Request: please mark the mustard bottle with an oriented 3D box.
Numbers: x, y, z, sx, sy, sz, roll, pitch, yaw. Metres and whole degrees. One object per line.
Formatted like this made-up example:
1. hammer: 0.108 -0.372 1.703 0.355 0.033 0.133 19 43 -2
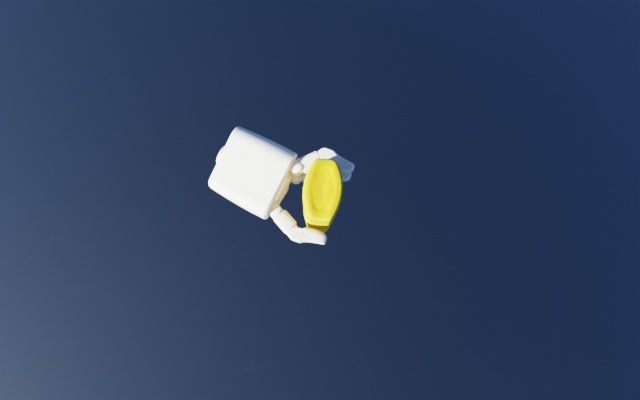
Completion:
1. mustard bottle: 0.000 0.003 0.774 0.058 0.096 0.192 4 -12 -1
